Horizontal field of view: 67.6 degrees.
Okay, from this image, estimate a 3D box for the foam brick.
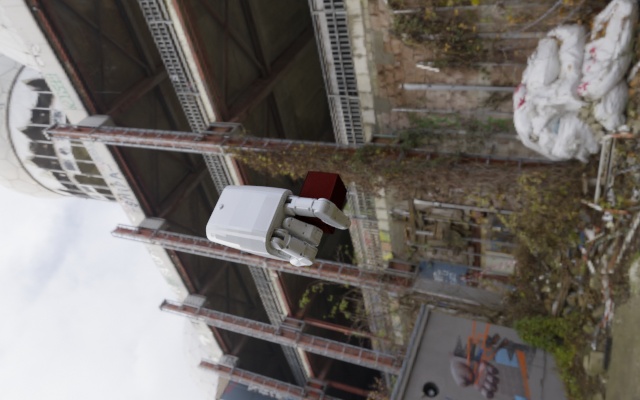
[{"bbox_3d":[0.000,0.002,0.711,0.051,0.078,0.053,7,-29,24],"label":"foam brick"}]
